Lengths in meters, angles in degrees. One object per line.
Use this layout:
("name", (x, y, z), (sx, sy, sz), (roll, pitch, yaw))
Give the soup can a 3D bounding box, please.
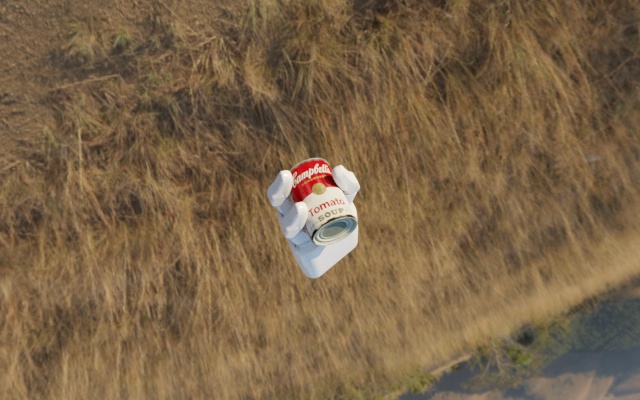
("soup can", (0.000, 0.002, 0.651), (0.068, 0.102, 0.068), (-19, -30, -12))
